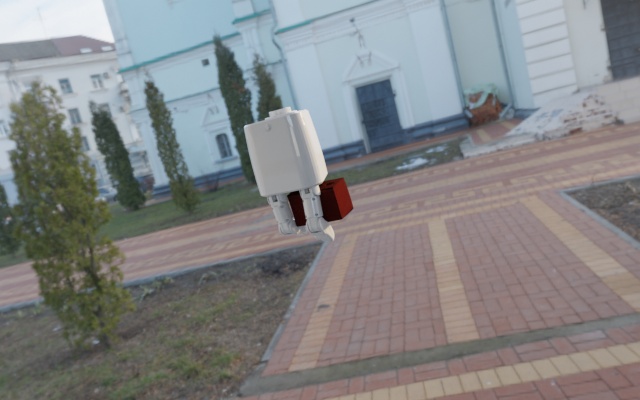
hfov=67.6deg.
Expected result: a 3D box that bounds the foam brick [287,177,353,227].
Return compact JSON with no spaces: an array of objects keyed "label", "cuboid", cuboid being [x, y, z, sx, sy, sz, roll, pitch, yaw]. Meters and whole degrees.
[{"label":"foam brick","cuboid":[0.000,0.002,0.711,0.078,0.051,0.053,-10,13,25]}]
